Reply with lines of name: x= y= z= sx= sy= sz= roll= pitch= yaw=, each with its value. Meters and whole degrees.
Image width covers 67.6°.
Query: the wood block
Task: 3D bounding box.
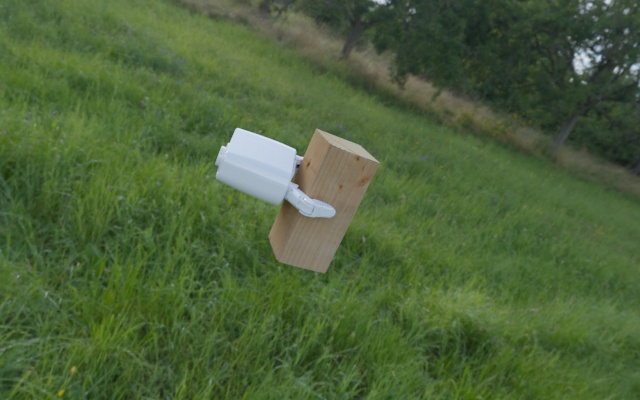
wood block: x=0.000 y=0.002 z=0.781 sx=0.090 sy=0.206 sz=0.090 roll=18 pitch=18 yaw=-24
